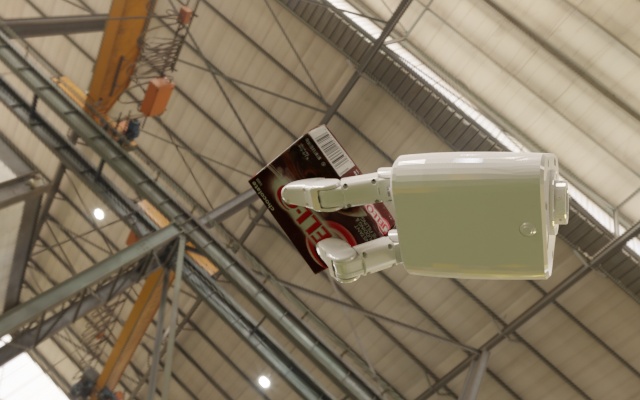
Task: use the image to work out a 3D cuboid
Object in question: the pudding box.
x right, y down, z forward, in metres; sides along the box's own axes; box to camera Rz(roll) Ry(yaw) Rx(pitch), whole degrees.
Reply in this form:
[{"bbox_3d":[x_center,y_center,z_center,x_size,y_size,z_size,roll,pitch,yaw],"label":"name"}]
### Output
[{"bbox_3d":[0.000,0.001,0.435,0.090,0.113,0.039,-34,1,38],"label":"pudding box"}]
